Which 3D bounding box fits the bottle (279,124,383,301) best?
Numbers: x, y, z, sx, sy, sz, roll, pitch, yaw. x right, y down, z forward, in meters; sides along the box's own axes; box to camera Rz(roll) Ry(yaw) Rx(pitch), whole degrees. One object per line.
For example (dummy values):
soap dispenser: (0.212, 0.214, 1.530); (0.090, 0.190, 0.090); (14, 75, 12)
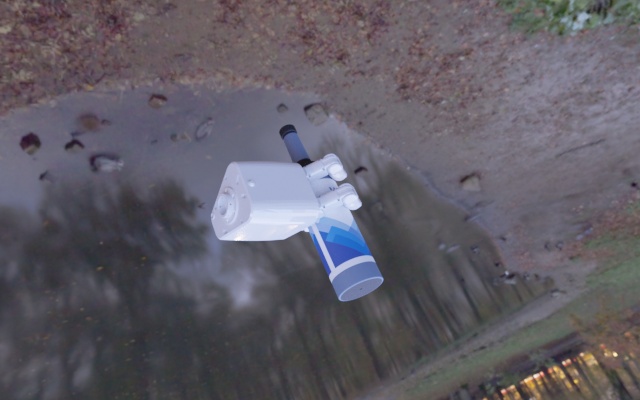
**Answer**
bottle: (0.000, 0.003, 0.713); (0.069, 0.295, 0.069); (-19, -28, -11)
